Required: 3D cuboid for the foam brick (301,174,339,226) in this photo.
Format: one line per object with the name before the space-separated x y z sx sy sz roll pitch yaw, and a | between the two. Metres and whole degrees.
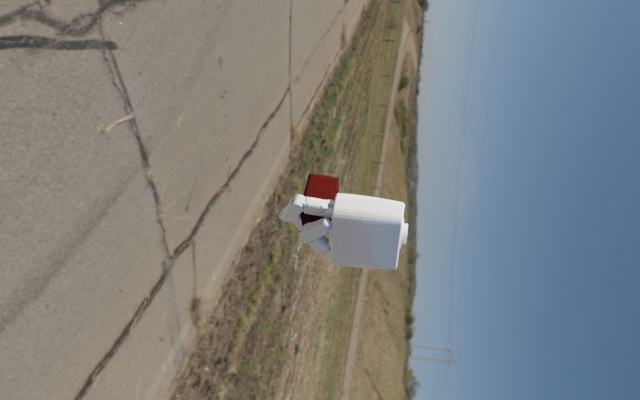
foam brick | 0.000 0.002 0.790 0.051 0.078 0.053 6 -41 9
